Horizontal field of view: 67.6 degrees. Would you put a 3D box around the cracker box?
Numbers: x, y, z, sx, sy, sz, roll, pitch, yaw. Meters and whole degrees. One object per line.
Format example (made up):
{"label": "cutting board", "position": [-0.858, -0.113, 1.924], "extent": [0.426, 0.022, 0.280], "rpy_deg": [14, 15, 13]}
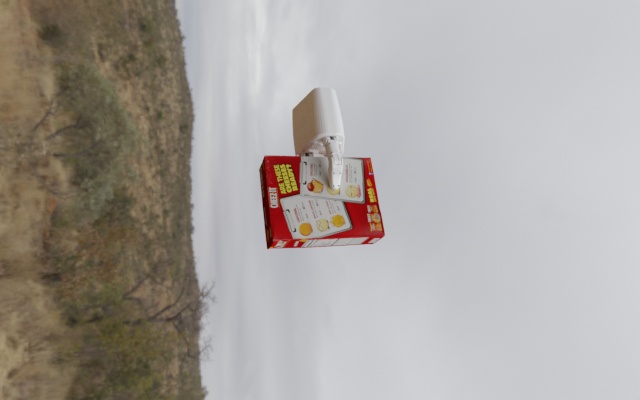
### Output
{"label": "cracker box", "position": [0.000, 0.003, 0.896], "extent": [0.214, 0.164, 0.072], "rpy_deg": [-1, -22, -18]}
